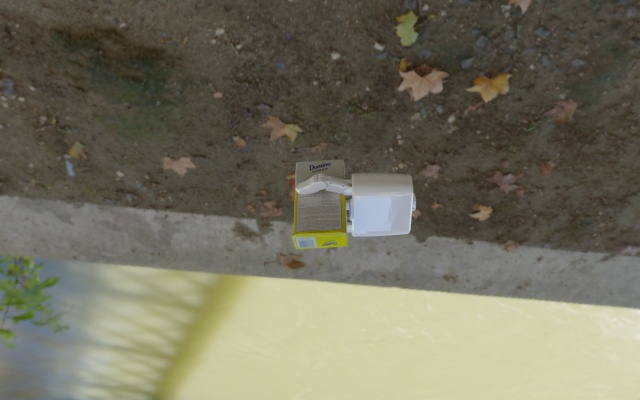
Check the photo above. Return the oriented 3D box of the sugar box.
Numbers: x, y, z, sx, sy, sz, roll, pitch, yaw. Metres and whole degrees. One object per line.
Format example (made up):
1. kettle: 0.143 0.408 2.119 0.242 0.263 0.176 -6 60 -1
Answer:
1. sugar box: 0.000 0.003 0.861 0.093 0.176 0.048 -3 -43 5
